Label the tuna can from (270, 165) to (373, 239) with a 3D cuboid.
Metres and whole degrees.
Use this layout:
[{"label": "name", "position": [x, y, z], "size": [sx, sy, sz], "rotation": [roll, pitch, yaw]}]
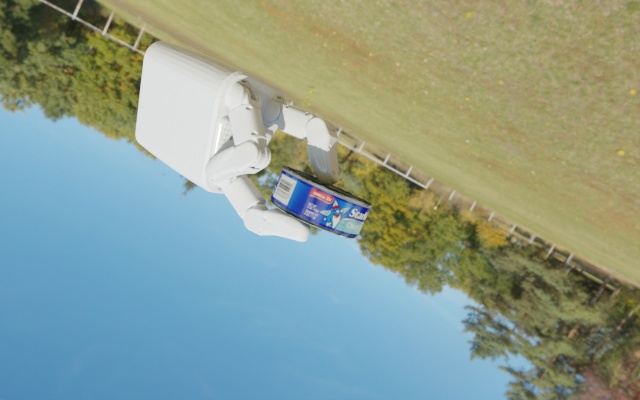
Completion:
[{"label": "tuna can", "position": [0.000, 0.002, 0.421], "size": [0.086, 0.034, 0.086], "rotation": [23, 5, -2]}]
